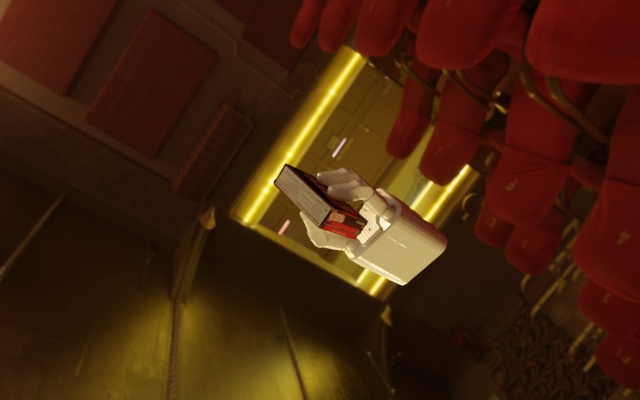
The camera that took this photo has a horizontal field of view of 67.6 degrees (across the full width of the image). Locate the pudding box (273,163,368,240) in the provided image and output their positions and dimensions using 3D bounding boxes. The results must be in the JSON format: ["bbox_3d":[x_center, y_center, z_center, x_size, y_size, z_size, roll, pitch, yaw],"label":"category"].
[{"bbox_3d":[0.000,0.002,0.655,0.113,0.039,0.090,40,10,36],"label":"pudding box"}]
